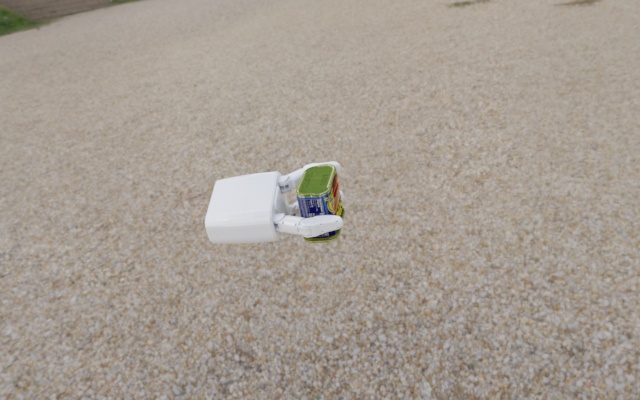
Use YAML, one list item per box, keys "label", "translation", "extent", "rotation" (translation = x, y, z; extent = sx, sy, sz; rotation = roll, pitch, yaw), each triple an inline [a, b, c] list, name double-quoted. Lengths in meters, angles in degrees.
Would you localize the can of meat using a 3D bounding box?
- label: "can of meat"
  translation: [0.000, 0.002, 0.736]
  extent: [0.057, 0.084, 0.102]
  rotation: [-4, 30, 13]
